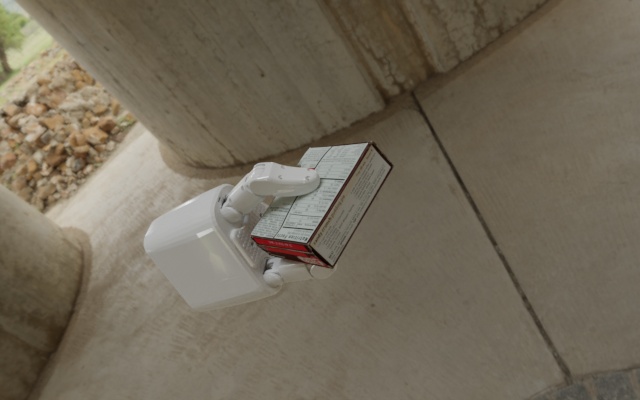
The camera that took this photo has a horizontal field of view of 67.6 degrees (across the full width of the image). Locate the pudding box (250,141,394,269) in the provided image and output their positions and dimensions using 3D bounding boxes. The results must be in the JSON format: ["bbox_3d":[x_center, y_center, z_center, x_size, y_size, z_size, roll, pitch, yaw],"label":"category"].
[{"bbox_3d":[0.000,0.001,0.423,0.090,0.113,0.039,3,-34,51],"label":"pudding box"}]
